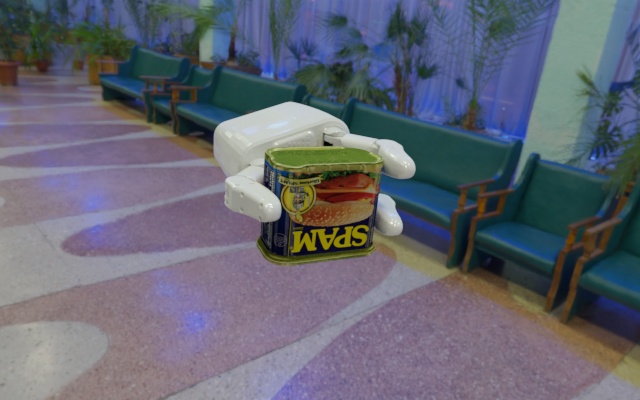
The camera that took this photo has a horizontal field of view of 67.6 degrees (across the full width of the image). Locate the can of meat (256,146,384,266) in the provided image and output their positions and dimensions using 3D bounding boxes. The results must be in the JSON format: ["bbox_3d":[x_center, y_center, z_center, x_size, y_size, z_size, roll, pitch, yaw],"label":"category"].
[{"bbox_3d":[0.000,0.001,0.401,0.102,0.084,0.057,-4,23,-23],"label":"can of meat"}]
